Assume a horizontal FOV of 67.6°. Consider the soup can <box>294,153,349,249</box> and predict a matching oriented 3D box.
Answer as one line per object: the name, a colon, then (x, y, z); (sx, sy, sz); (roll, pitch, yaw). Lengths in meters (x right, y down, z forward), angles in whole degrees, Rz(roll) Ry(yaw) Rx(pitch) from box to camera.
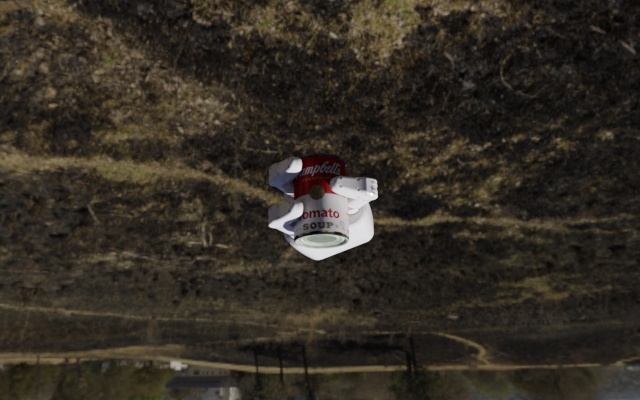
soup can: (0.000, 0.002, 0.584); (0.068, 0.102, 0.068); (-1, -20, 0)
